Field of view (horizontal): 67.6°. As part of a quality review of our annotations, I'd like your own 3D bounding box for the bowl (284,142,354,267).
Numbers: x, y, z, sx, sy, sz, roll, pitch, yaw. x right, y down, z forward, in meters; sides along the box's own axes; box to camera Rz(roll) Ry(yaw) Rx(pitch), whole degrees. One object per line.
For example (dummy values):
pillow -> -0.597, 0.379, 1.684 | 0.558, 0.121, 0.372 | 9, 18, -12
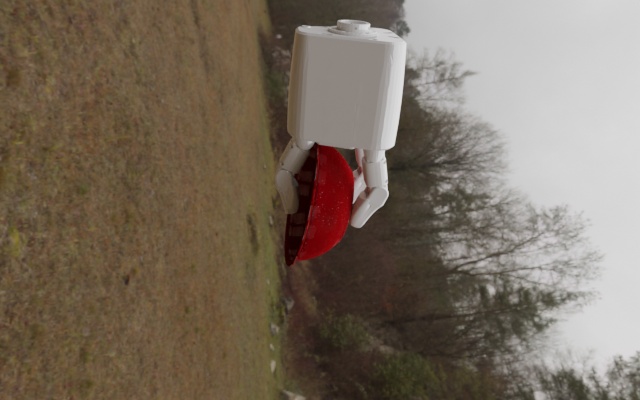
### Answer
bowl -> 0.000, 0.003, 0.566 | 0.055, 0.162, 0.162 | 11, -2, -12
